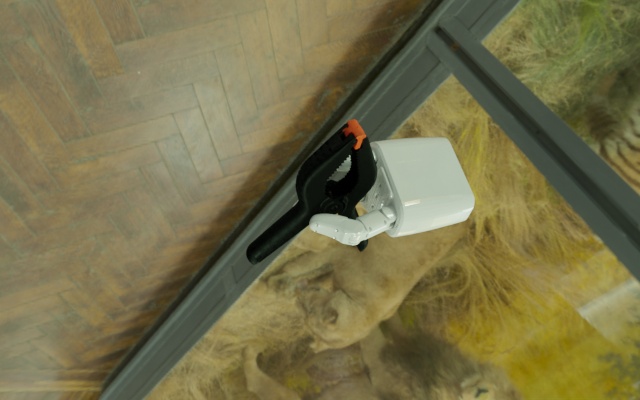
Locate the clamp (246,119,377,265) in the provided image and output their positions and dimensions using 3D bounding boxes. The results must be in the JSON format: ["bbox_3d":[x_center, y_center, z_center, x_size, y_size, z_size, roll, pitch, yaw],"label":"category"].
[{"bbox_3d":[0.001,0.002,0.544,0.164,0.036,0.210,-10,-41,-21],"label":"clamp"}]
